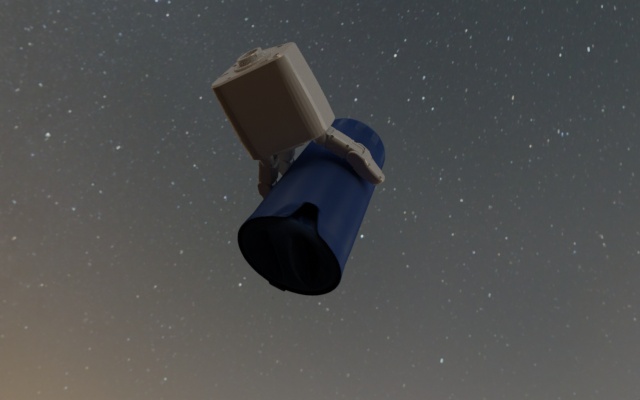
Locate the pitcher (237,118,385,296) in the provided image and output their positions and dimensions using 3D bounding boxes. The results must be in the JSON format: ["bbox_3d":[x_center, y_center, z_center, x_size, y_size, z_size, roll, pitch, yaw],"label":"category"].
[{"bbox_3d":[0.000,0.002,0.643,0.149,0.145,0.242,-10,34,35],"label":"pitcher"}]
